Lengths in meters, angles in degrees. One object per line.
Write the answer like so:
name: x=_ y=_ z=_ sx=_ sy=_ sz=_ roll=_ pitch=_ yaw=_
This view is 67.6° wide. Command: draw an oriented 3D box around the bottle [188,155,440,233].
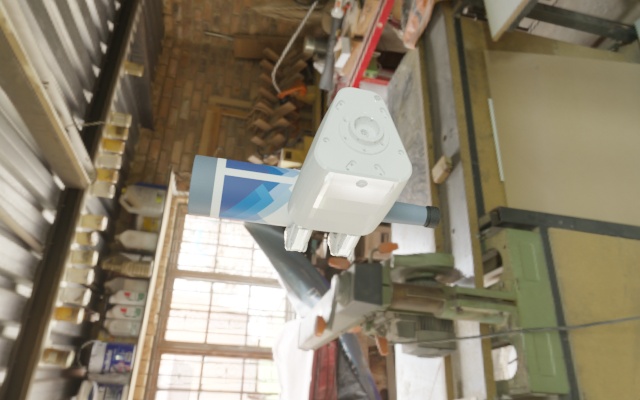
bottle: x=0.000 y=0.002 z=0.560 sx=0.296 sy=0.069 sz=0.069 roll=8 pitch=-2 yaw=-12
